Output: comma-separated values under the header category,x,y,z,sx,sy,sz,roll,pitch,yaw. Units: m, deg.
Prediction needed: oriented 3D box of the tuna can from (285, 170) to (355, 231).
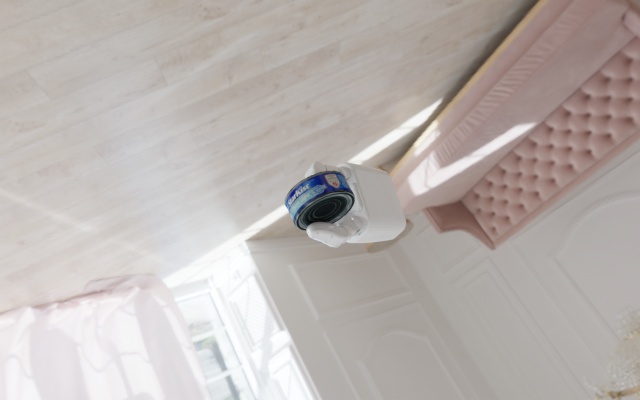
category,x,y,z,sx,sy,sz,roll,pitch,yaw
tuna can,0.000,0.002,0.606,0.086,0.033,0.086,-21,-28,-12
